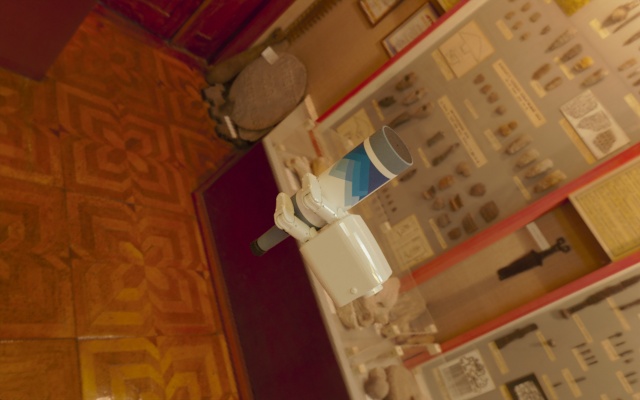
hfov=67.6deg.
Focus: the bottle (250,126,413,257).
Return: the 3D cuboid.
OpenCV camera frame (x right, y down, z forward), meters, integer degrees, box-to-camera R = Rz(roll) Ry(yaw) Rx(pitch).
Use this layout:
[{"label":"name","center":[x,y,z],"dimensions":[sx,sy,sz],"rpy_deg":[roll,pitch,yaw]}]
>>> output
[{"label":"bottle","center":[0.000,0.002,0.718],"dimensions":[0.296,0.069,0.069],"rpy_deg":[-36,-18,27]}]
